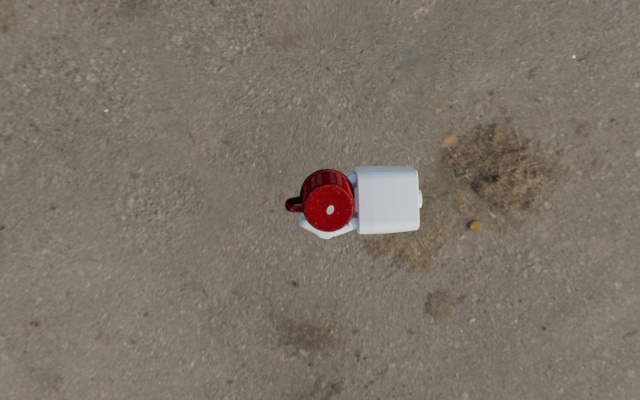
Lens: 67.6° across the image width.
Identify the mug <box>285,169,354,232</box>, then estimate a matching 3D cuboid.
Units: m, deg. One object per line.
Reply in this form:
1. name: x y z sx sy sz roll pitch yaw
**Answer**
1. mug: -0.001 0.003 0.779 0.117 0.093 0.081 -3 16 -1
